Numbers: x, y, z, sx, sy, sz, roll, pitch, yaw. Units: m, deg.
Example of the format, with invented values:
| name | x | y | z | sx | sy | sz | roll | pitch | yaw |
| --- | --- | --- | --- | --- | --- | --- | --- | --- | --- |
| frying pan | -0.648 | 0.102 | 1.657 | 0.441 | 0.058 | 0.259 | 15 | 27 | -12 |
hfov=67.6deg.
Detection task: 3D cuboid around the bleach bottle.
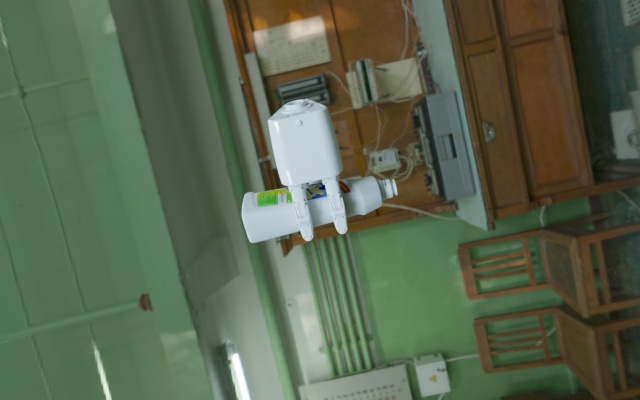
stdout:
| name | x | y | z | sx | sy | sz | roll | pitch | yaw |
| --- | --- | --- | --- | --- | --- | --- | --- | --- | --- |
| bleach bottle | 0.000 | 0.003 | 0.795 | 0.251 | 0.068 | 0.102 | -13 | 24 | 1 |
